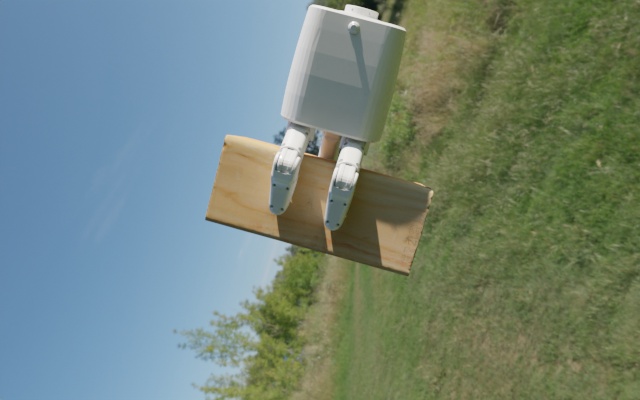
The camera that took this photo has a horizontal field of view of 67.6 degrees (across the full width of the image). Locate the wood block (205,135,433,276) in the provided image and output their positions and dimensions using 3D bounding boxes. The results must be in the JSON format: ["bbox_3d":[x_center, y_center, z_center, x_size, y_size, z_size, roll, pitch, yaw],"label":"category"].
[{"bbox_3d":[0.000,0.001,0.502,0.206,0.090,0.091,16,7,3],"label":"wood block"}]
